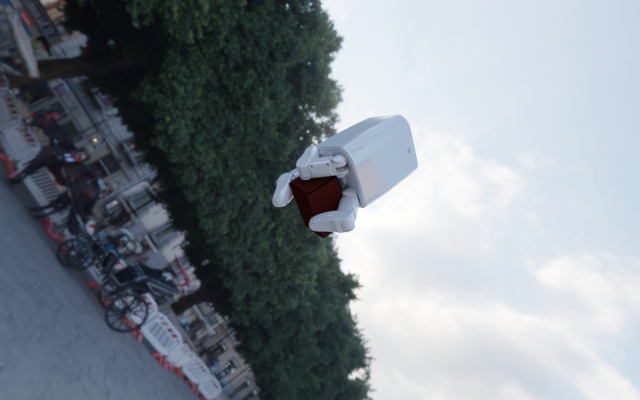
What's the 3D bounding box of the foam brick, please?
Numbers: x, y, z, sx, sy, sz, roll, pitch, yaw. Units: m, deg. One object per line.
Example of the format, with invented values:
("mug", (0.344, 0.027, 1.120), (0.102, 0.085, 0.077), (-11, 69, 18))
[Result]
("foam brick", (0.000, 0.002, 0.659), (0.051, 0.078, 0.053), (-32, 35, -18))
